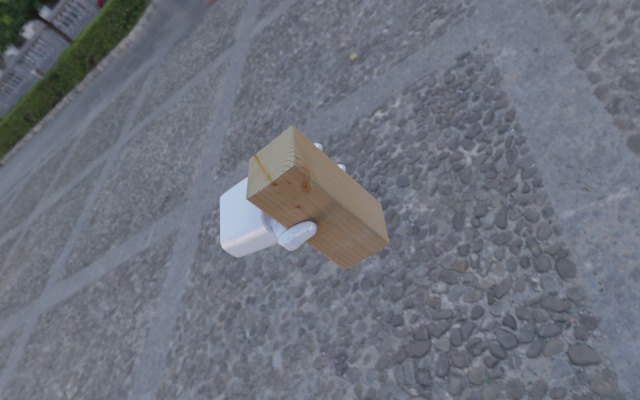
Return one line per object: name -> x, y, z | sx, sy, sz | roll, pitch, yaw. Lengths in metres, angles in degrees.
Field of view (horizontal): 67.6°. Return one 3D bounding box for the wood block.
wood block -> 0.000, 0.003, 0.693 | 0.090, 0.090, 0.206 | -33, -53, 26
